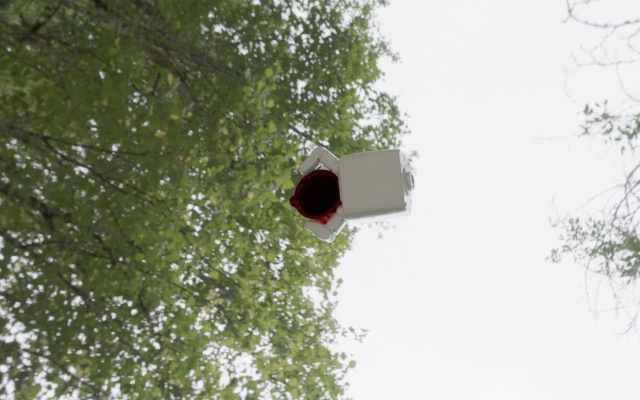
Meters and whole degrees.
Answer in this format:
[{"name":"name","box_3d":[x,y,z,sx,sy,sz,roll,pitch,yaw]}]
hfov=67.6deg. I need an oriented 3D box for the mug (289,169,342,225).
[{"name":"mug","box_3d":[-0.001,0.003,0.871,0.117,0.093,0.081,-7,-23,24]}]
